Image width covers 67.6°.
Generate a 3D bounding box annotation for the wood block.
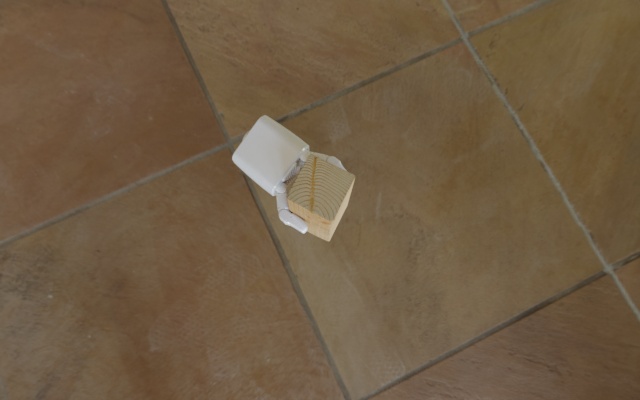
[{"bbox_3d":[0.000,0.003,0.894,0.090,0.091,0.206,27,-13,6],"label":"wood block"}]
